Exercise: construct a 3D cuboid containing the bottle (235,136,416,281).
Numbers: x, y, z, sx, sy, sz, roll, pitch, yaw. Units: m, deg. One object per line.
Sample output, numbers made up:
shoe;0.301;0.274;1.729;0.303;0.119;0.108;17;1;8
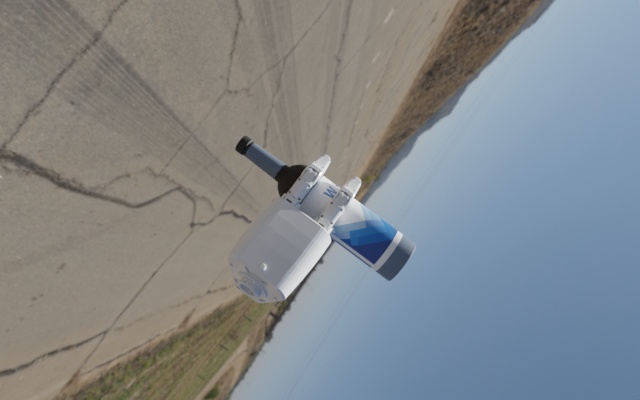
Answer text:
bottle;0.000;0.002;0.697;0.295;0.069;0.069;37;2;3
